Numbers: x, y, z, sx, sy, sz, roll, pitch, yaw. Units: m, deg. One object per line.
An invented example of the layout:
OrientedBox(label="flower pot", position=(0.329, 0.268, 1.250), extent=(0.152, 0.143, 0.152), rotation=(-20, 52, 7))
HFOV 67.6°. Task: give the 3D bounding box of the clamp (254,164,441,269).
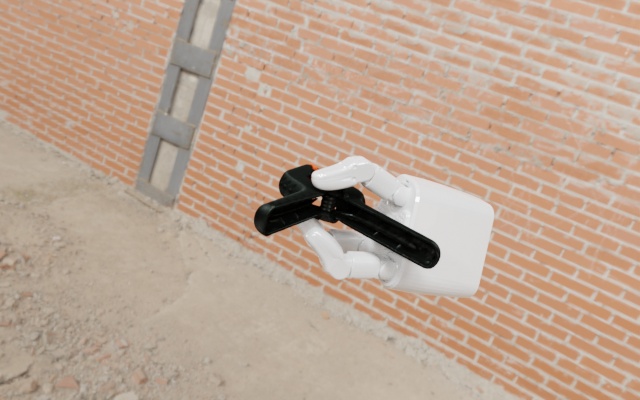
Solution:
OrientedBox(label="clamp", position=(0.000, 0.001, 0.470), extent=(0.164, 0.036, 0.210), rotation=(12, 16, -23))
